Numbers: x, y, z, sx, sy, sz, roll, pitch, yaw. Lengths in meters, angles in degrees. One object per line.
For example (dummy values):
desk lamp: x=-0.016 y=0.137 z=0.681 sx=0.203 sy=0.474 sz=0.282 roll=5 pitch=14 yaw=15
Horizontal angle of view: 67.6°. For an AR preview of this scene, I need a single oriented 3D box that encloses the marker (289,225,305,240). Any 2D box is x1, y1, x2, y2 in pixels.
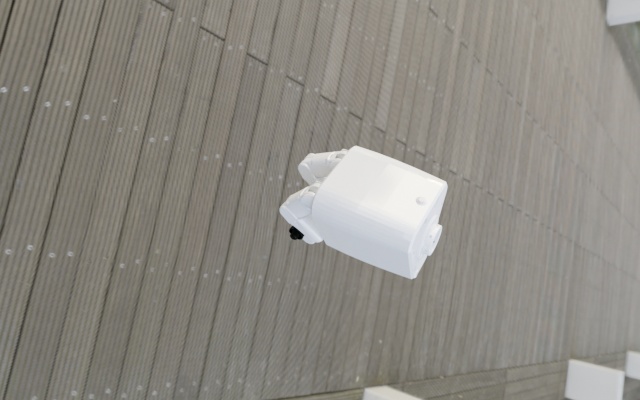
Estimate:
marker: x=0.000 y=0.002 z=0.573 sx=0.020 sy=0.020 sz=0.121 roll=0 pitch=42 yaw=44
